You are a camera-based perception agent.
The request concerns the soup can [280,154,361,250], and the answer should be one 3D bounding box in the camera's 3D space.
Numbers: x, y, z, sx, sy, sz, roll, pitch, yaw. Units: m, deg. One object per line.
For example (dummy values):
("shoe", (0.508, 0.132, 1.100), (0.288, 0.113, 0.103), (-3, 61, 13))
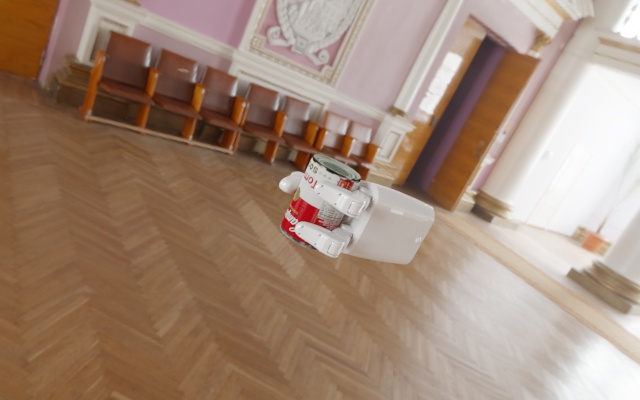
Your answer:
("soup can", (0.000, 0.002, 0.600), (0.068, 0.102, 0.068), (24, 17, -8))
